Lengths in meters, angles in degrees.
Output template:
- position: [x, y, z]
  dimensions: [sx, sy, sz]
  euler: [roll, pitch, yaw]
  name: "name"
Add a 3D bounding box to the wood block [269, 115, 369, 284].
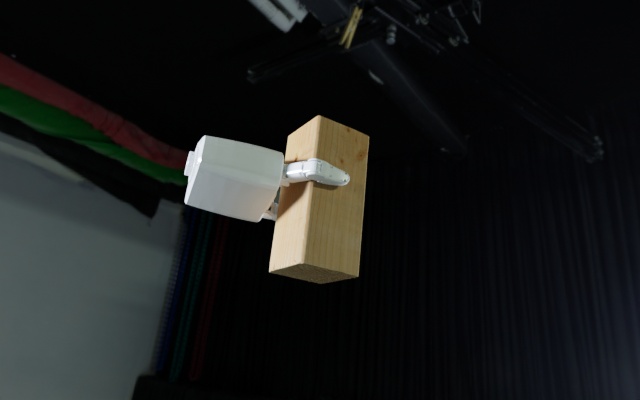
- position: [0.000, 0.002, 0.663]
  dimensions: [0.090, 0.206, 0.091]
  euler: [18, -23, -29]
  name: "wood block"
